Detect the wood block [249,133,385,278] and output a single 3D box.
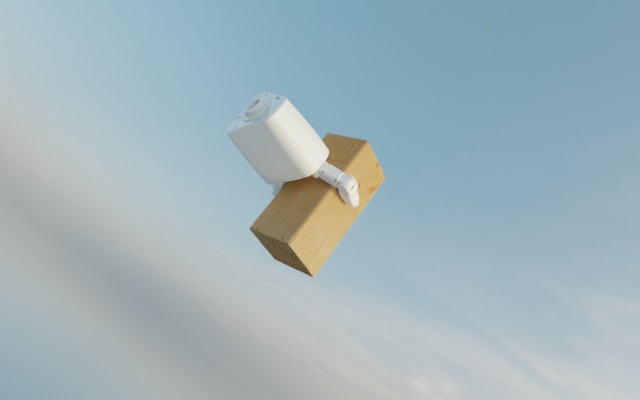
[{"bbox_3d":[0.000,0.002,0.743,0.091,0.206,0.090,18,-29,41],"label":"wood block"}]
